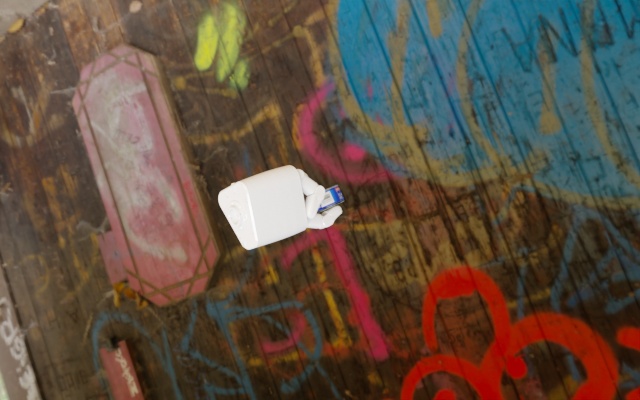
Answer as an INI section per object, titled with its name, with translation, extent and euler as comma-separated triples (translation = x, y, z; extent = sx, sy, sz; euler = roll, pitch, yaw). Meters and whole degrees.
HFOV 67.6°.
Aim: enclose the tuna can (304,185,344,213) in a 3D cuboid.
[tuna can]
translation = 0.000, 0.003, 0.882
extent = 0.086, 0.034, 0.086
euler = -25, -1, 0
